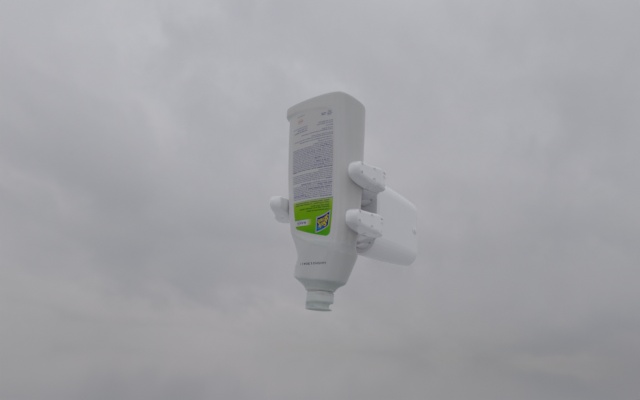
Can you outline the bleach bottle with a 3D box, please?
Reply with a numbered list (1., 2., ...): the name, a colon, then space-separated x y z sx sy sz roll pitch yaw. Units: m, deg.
1. bleach bottle: 0.000 0.002 0.564 0.102 0.250 0.068 -11 -23 40
